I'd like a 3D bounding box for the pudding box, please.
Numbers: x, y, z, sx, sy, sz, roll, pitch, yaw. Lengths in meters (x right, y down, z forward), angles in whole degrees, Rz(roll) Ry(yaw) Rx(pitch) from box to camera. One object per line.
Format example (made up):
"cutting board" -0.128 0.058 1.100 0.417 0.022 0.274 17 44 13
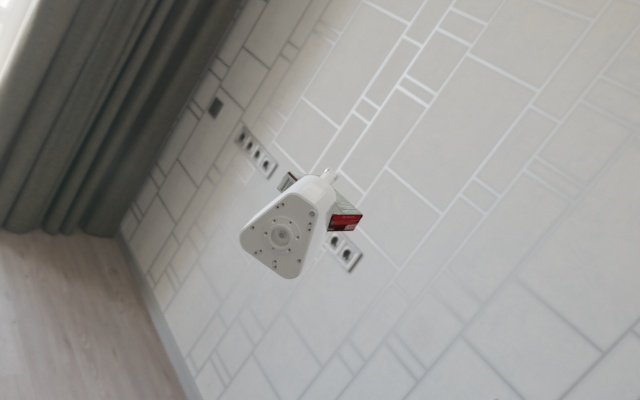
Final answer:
"pudding box" 0.000 0.002 0.749 0.113 0.039 0.090 46 22 29
